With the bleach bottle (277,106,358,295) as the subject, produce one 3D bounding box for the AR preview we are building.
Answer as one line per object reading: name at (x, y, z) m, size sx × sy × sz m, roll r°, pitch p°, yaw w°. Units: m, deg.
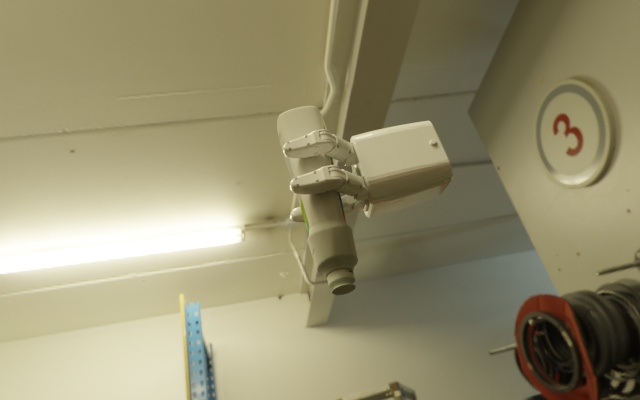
bleach bottle at (0.000, 0.002, 0.609) m, size 0.068 × 0.250 × 0.103 m, roll -14°, pitch -32°, yaw -1°
